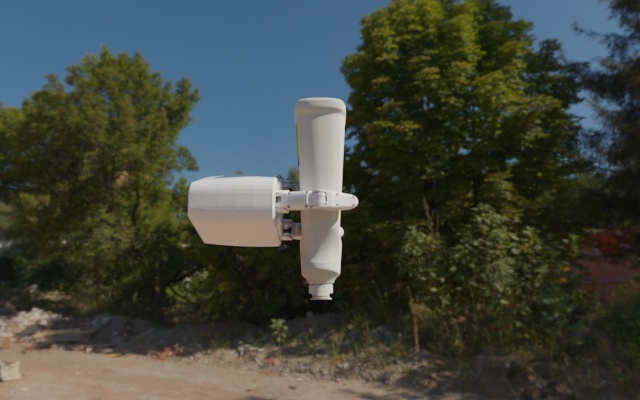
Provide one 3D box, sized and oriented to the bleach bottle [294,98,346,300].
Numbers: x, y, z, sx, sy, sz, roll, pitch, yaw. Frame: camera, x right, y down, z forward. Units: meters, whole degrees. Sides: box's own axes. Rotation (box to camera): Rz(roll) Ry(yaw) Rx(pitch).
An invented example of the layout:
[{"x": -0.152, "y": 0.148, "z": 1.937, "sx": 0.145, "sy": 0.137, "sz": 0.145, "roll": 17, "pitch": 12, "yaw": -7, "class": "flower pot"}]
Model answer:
[{"x": 0.000, "y": 0.002, "z": 0.626, "sx": 0.068, "sy": 0.250, "sz": 0.102, "roll": 0, "pitch": -10, "yaw": 1, "class": "bleach bottle"}]
